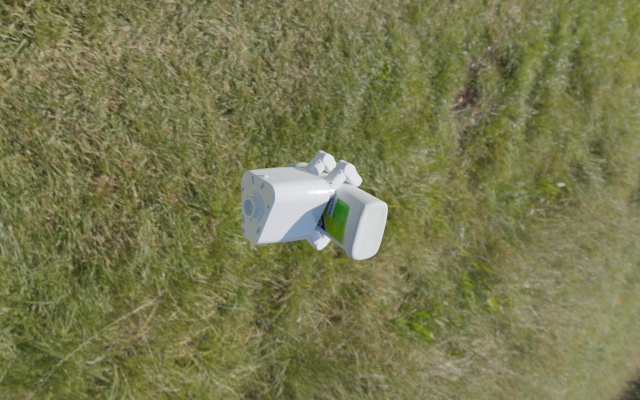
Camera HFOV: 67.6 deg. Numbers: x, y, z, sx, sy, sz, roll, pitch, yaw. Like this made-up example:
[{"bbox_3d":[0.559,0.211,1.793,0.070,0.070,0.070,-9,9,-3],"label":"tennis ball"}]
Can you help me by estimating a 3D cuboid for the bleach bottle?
[{"bbox_3d":[0.000,0.003,0.824,0.068,0.102,0.250,-4,23,-41],"label":"bleach bottle"}]
